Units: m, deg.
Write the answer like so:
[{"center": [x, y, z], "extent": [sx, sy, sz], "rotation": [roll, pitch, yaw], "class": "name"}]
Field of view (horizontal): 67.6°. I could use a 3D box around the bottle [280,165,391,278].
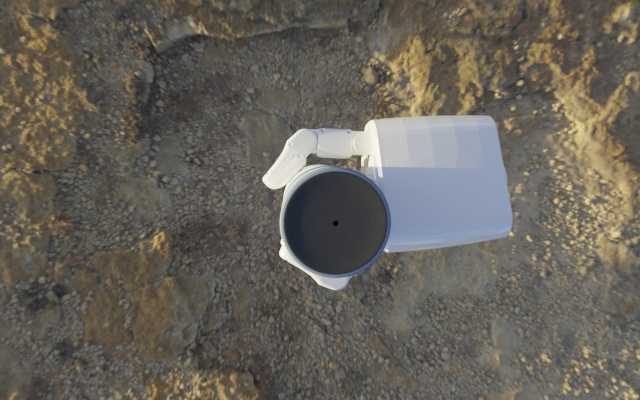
[{"center": [0.000, 0.001, 0.428], "extent": [0.069, 0.069, 0.295], "rotation": [0, 5, -4], "class": "bottle"}]
